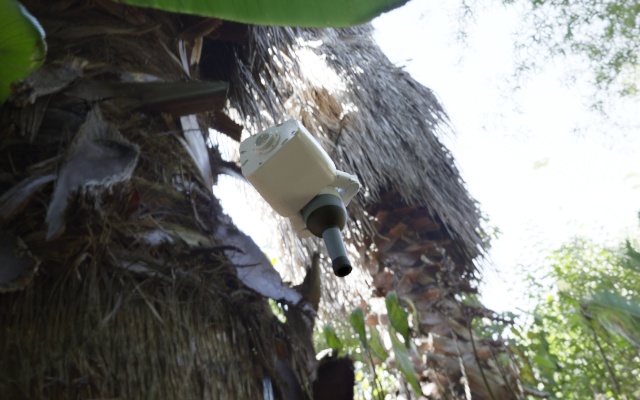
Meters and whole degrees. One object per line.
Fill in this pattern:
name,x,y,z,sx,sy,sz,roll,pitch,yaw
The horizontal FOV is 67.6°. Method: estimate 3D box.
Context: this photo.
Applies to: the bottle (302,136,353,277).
bottle,0.000,0.002,0.769,0.069,0.069,0.295,0,41,-17
